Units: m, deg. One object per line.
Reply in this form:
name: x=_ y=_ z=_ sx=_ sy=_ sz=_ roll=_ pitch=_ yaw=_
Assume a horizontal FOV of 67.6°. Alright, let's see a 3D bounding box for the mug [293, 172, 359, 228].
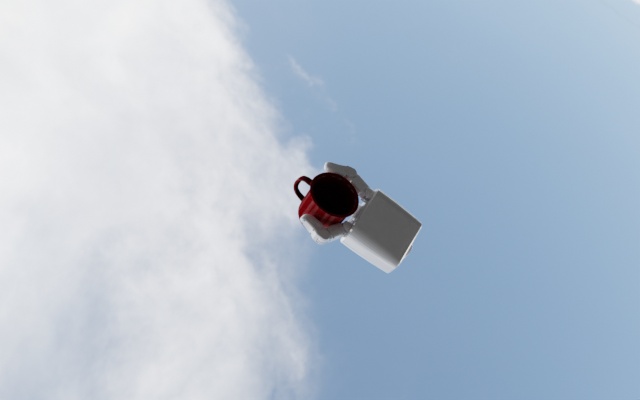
mug: x=-0.001 y=0.002 z=0.854 sx=0.117 sy=0.093 sz=0.081 roll=37 pitch=-40 yaw=0
